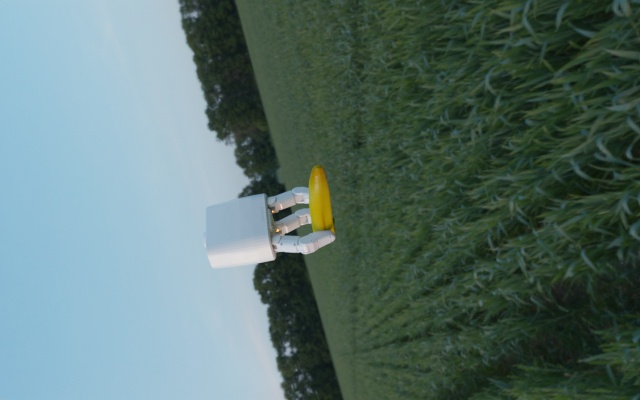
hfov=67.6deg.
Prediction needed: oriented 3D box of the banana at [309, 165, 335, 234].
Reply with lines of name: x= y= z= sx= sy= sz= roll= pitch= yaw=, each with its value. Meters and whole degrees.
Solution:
banana: x=0.002 y=0.021 z=0.788 sx=0.037 sy=0.069 sz=0.198 roll=-6 pitch=-29 yaw=3
